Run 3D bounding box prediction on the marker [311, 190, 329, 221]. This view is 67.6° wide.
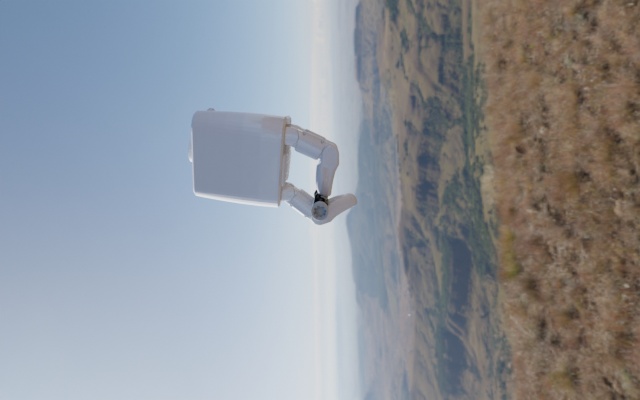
[{"bbox_3d":[0.000,0.002,0.561,0.020,0.020,0.121,0,10,1],"label":"marker"}]
